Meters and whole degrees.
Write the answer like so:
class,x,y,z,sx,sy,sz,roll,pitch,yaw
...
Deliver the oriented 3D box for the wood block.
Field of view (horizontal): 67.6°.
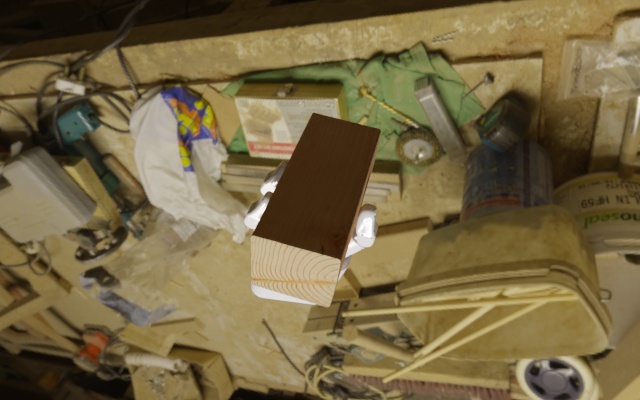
class,x,y,z,sx,sy,sz,roll,pitch,yaw
wood block,0.000,0.002,0.545,0.091,0.206,0.090,15,-42,6
